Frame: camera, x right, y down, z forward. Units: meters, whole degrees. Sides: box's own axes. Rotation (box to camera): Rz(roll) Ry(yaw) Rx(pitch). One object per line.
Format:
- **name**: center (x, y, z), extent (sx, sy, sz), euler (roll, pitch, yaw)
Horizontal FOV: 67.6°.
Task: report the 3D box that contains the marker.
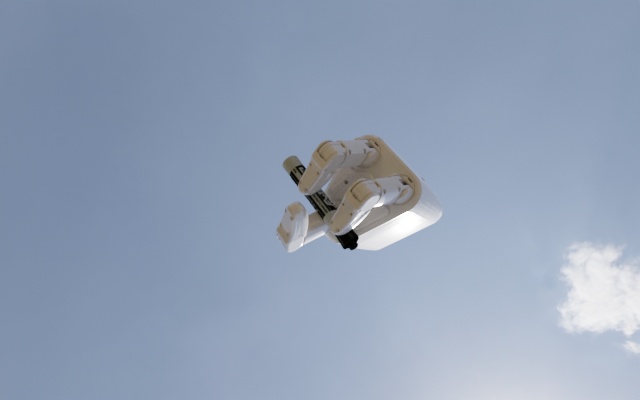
- **marker**: center (0.000, 0.002, 0.479), extent (0.020, 0.121, 0.020), euler (-29, -28, -17)
